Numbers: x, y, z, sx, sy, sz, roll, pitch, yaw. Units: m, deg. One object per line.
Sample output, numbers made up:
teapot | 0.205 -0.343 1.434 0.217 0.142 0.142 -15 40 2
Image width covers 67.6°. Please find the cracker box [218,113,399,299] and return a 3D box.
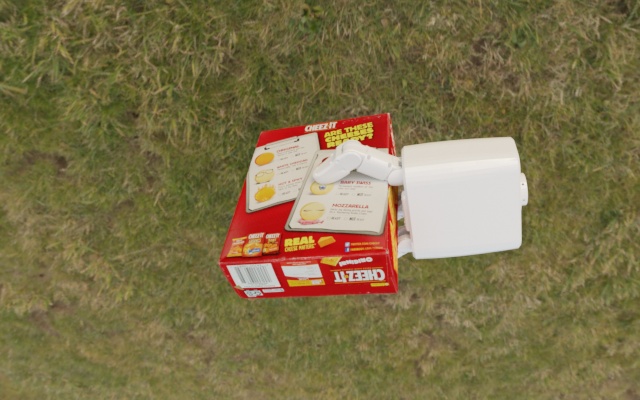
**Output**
cracker box | 0.000 0.002 0.523 0.164 0.072 0.213 -6 42 14
